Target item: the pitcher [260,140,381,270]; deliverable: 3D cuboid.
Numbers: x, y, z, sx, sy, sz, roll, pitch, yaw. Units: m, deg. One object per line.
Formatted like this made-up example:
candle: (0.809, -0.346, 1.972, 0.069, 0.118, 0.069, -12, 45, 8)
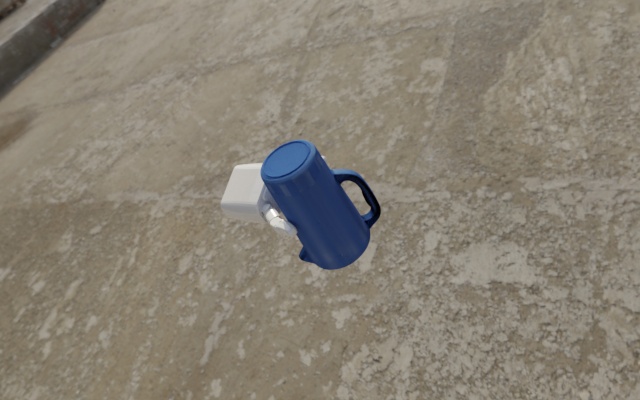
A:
pitcher: (0.000, 0.003, 0.884, 0.145, 0.149, 0.243, 5, -39, 36)
